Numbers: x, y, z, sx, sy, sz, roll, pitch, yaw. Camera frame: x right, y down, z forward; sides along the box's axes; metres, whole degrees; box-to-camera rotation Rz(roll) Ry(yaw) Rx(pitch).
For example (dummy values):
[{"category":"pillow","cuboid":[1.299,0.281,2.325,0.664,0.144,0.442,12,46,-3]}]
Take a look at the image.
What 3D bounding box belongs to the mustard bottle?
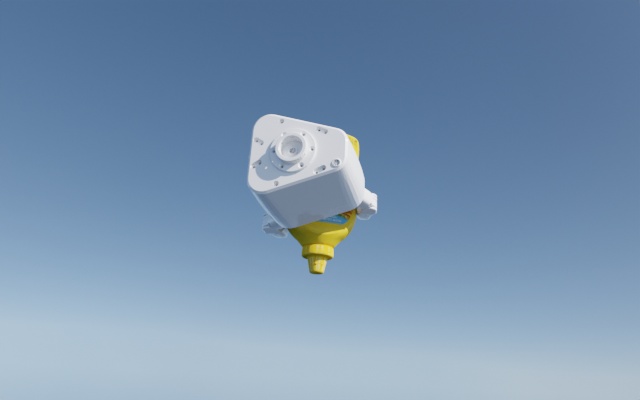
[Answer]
[{"category":"mustard bottle","cuboid":[0.000,0.002,0.635,0.096,0.191,0.058,7,-21,-10]}]
